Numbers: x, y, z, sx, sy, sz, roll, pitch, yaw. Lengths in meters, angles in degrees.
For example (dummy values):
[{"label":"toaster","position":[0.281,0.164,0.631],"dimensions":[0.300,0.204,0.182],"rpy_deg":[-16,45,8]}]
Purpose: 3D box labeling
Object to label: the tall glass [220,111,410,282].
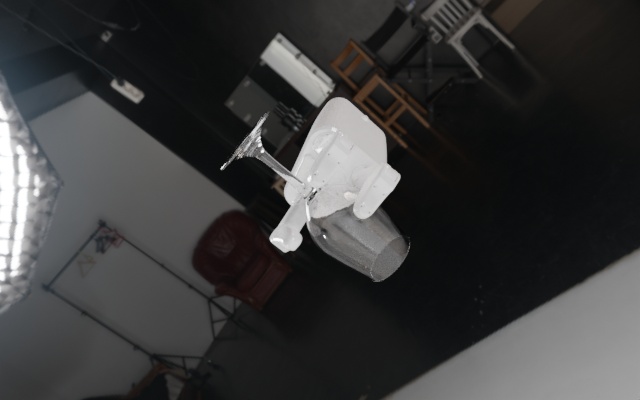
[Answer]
[{"label":"tall glass","position":[-0.001,0.001,0.492],"dimensions":[0.201,0.079,0.079],"rpy_deg":[39,-11,-14]}]
